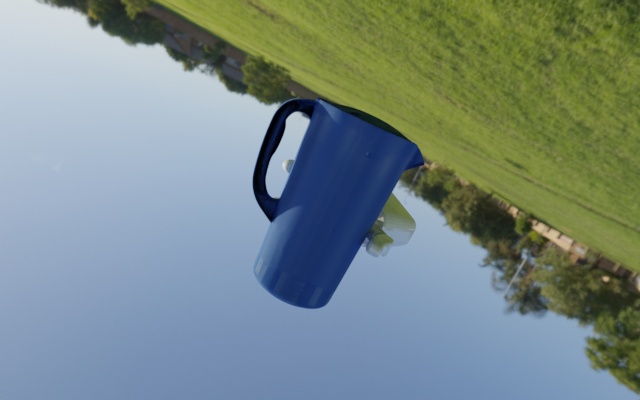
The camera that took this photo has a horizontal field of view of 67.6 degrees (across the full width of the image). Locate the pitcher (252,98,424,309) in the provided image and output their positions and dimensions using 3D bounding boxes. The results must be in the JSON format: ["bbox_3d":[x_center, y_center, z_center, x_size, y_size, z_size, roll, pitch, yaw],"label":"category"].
[{"bbox_3d":[0.000,0.002,0.588,0.149,0.243,0.145,34,15,35],"label":"pitcher"}]
